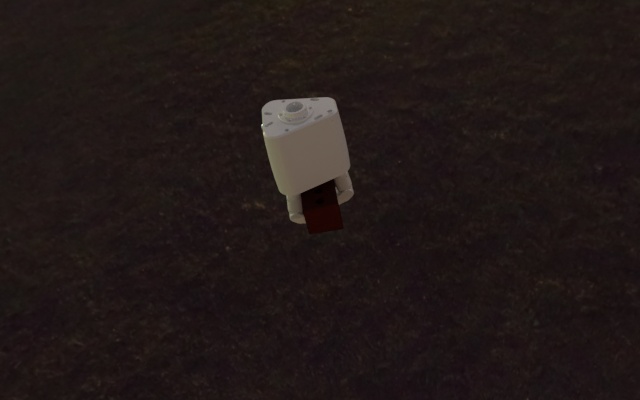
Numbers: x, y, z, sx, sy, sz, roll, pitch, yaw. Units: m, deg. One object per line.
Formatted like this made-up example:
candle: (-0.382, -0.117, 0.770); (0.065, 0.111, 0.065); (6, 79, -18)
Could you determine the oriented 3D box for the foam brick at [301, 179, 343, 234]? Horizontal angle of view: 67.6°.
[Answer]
foam brick: (0.000, 0.003, 0.708); (0.053, 0.051, 0.078); (-12, 44, 2)
